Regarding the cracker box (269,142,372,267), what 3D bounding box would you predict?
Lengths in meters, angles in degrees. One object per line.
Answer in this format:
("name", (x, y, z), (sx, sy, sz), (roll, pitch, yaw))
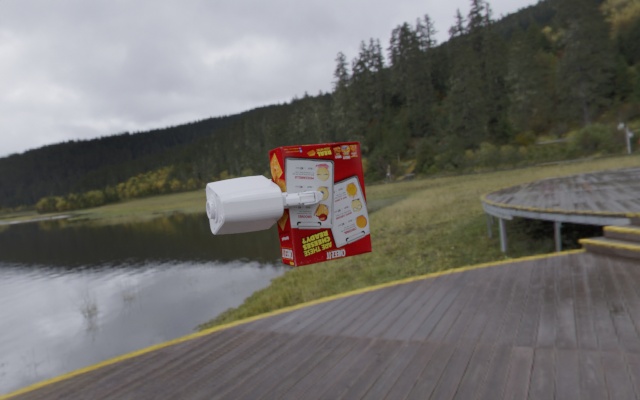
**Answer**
("cracker box", (0.000, 0.003, 0.896), (0.164, 0.213, 0.072), (-8, 2, -26))
